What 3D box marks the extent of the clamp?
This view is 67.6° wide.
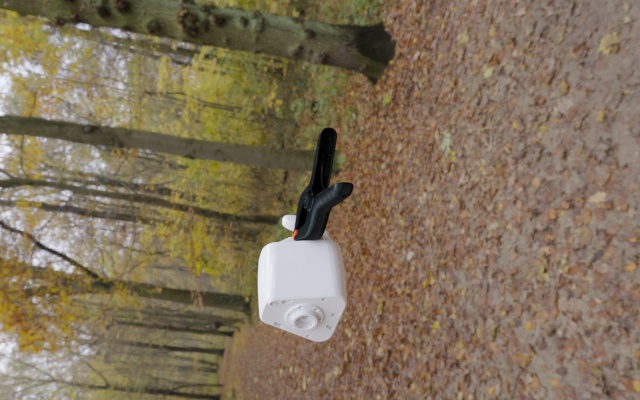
[{"bbox_3d":[-0.001,0.002,0.638,0.039,0.172,0.120,8,34,-14],"label":"clamp"}]
